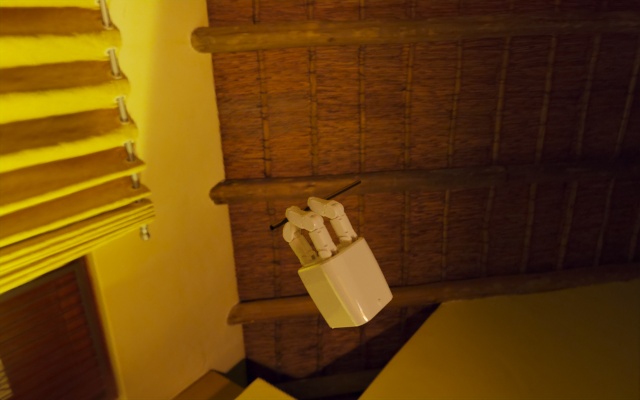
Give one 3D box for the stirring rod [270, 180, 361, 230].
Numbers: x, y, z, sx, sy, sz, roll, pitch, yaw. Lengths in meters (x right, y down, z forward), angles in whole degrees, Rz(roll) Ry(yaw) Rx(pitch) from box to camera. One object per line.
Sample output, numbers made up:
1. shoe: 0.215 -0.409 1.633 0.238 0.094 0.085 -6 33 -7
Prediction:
1. stirring rod: 0.000 0.003 0.780 0.011 0.011 0.239 0 18 38
